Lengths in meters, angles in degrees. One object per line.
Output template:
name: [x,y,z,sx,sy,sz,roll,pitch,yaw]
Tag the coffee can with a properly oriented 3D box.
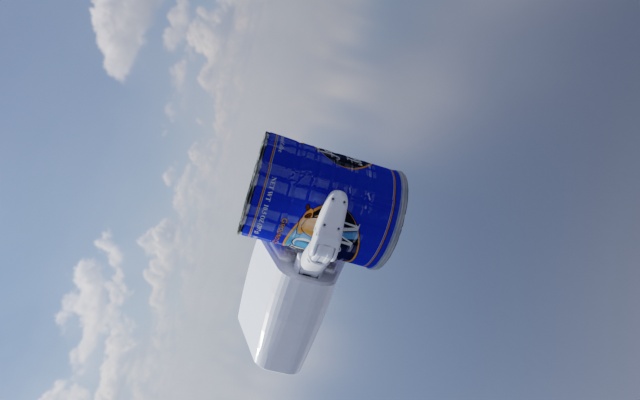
coffee can: [0.000,0.001,0.466,0.140,0.103,0.103,16,-3,-9]
